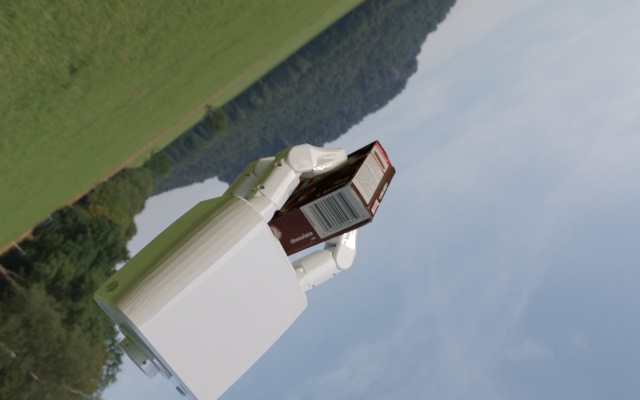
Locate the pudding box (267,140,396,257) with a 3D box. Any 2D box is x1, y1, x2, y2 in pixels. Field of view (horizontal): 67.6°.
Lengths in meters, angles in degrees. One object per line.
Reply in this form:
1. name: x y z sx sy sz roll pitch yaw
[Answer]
1. pudding box: 0.000 0.001 0.401 0.113 0.039 0.090 -23 18 30
